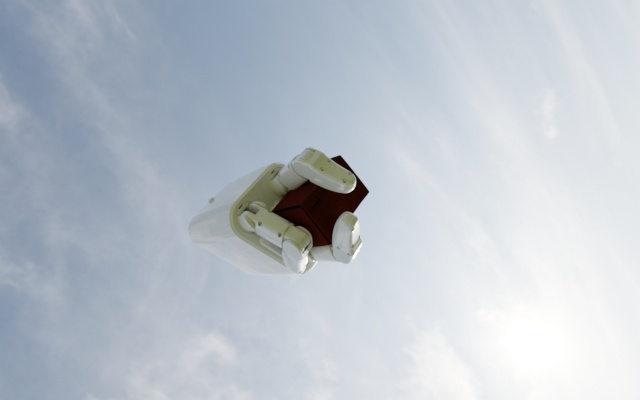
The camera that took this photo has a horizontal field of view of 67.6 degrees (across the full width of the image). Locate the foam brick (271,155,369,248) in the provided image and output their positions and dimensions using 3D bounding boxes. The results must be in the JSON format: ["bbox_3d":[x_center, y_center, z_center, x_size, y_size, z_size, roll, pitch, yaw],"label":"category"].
[{"bbox_3d":[0.000,0.001,0.476,0.051,0.053,0.078,-14,30,50],"label":"foam brick"}]
